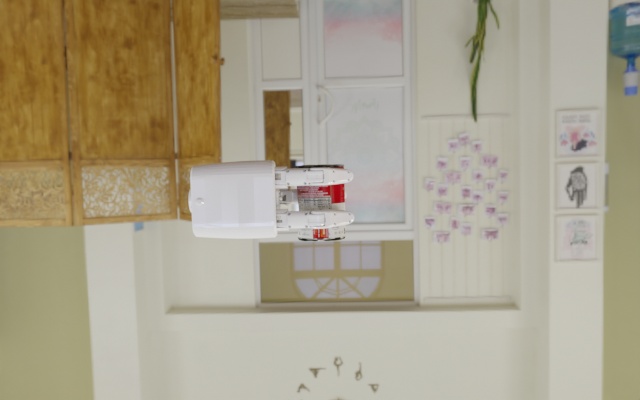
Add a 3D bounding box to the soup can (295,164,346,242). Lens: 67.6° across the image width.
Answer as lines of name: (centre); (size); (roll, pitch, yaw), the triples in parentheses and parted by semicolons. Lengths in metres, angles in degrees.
soup can: (0.001, 0.002, 0.657); (0.068, 0.102, 0.068); (-2, 2, 0)
